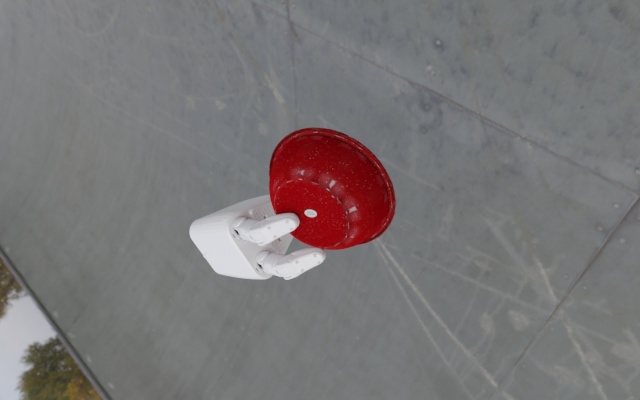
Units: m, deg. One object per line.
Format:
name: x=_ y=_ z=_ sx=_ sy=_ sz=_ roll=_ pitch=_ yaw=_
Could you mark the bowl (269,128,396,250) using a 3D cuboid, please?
bowl: x=0.001 y=0.001 z=0.539 sx=0.162 sy=0.162 sz=0.055 roll=0 pitch=33 yaw=30
